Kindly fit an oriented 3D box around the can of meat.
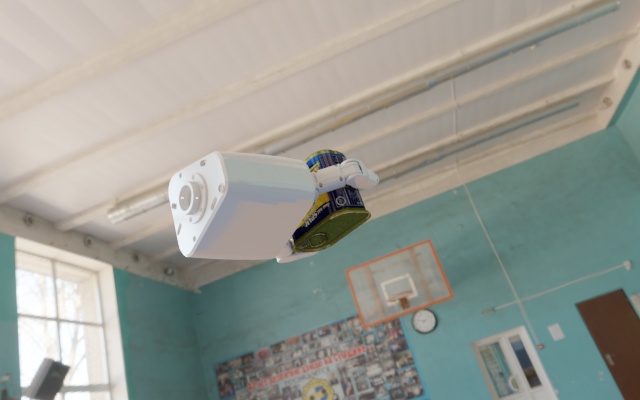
[{"bbox_3d":[0.000,0.001,0.558,0.057,0.084,0.102,2,-31,-41],"label":"can of meat"}]
